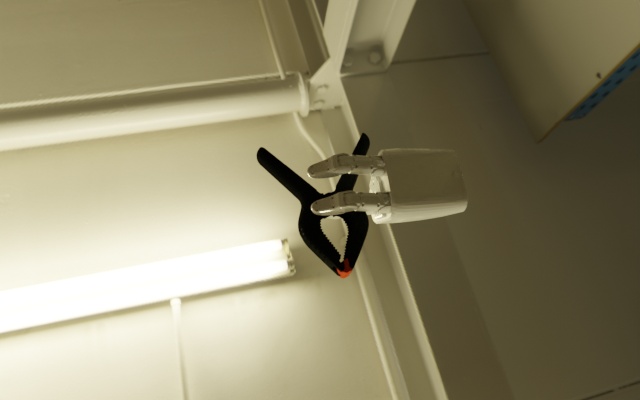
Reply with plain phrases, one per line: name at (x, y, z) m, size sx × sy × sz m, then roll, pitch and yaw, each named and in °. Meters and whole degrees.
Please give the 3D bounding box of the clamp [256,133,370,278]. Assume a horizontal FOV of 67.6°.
clamp at (0.000, 0.003, 0.648) m, size 0.164 × 0.210 × 0.036 m, roll -4°, pitch -24°, yaw -7°
